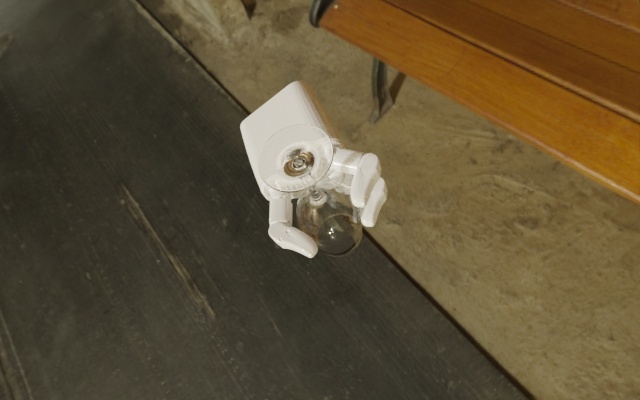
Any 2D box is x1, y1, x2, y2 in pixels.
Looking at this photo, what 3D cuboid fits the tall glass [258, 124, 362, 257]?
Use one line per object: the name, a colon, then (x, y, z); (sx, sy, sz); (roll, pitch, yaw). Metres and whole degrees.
tall glass: (0.000, 0.002, 0.534); (0.079, 0.079, 0.201); (0, -26, 16)
